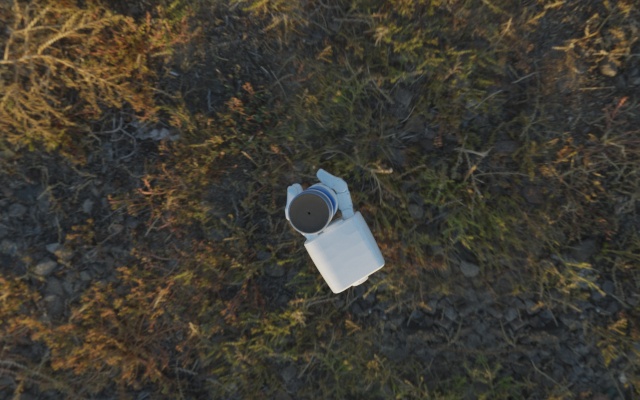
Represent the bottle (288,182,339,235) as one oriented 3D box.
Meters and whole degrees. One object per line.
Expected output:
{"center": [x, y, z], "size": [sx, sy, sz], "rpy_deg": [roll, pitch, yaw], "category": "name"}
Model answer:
{"center": [0.000, 0.003, 0.869], "size": [0.069, 0.069, 0.295], "rpy_deg": [0, 6, 7], "category": "bottle"}
